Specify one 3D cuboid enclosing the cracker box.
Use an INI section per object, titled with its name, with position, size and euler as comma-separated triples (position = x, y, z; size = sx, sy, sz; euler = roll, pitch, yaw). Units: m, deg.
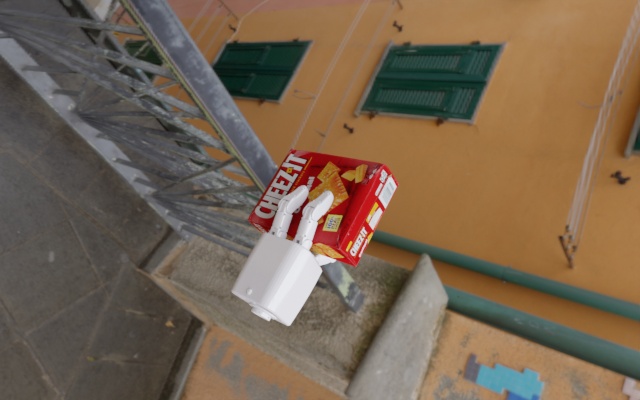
[cracker box]
position = 0.000, 0.003, 0.815
size = 0.213, 0.164, 0.072
euler = 14, -24, 39
